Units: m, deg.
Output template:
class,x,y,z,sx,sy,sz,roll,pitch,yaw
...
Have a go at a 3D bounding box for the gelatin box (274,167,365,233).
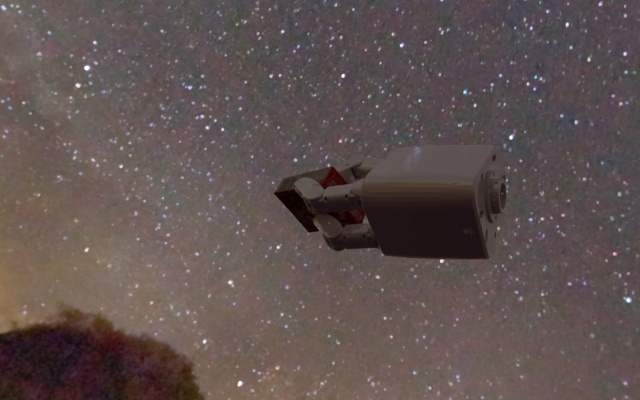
class,x,y,z,sx,sy,sz,roll,pitch,yaw
gelatin box,0.000,0.002,0.560,0.089,0.030,0.073,-9,-50,44
